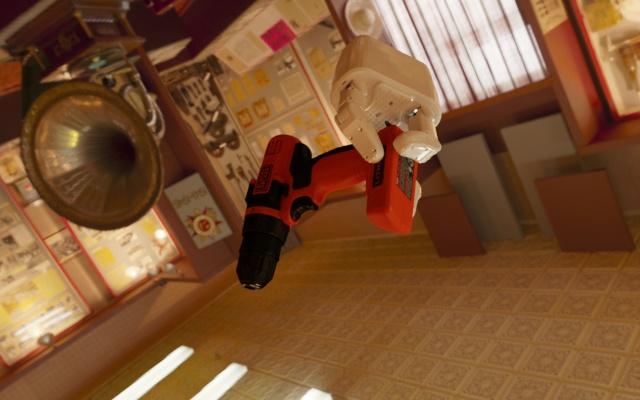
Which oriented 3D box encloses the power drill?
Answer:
[{"bbox_3d":[0.001,0.001,0.491,0.187,0.184,0.057,-7,-29,32],"label":"power drill"}]
